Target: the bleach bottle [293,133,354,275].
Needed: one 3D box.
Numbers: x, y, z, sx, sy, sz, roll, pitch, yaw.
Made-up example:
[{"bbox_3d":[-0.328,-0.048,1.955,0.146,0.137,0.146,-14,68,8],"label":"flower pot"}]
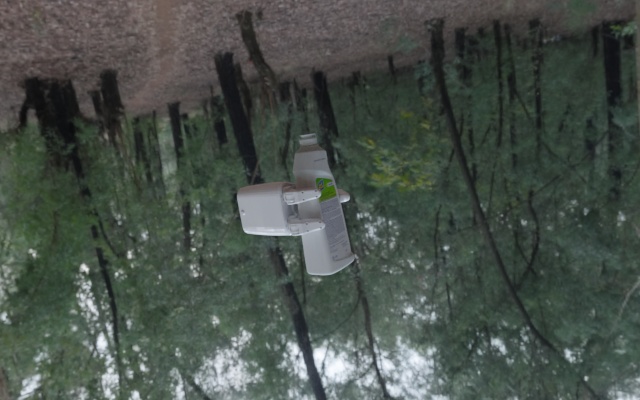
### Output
[{"bbox_3d":[0.000,0.003,0.875,0.068,0.251,0.102,-3,11,33],"label":"bleach bottle"}]
